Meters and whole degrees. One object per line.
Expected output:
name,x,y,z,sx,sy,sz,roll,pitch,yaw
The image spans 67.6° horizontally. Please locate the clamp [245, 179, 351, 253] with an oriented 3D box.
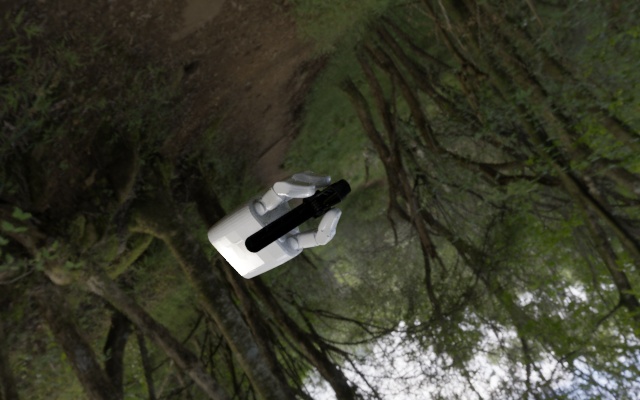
clamp,0.001,0.003,0.695,0.164,0.036,0.210,-30,1,30
